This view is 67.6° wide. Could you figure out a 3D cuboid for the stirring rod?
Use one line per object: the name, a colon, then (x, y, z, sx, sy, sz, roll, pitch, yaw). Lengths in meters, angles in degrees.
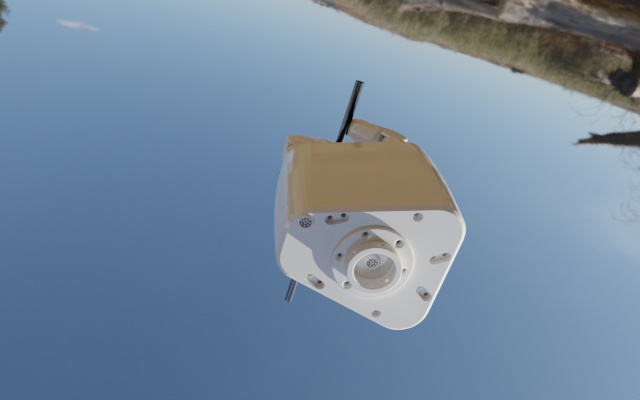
stirring rod: (0.000, 0.001, 0.463, 0.011, 0.240, 0.011, 15, 24, -7)
